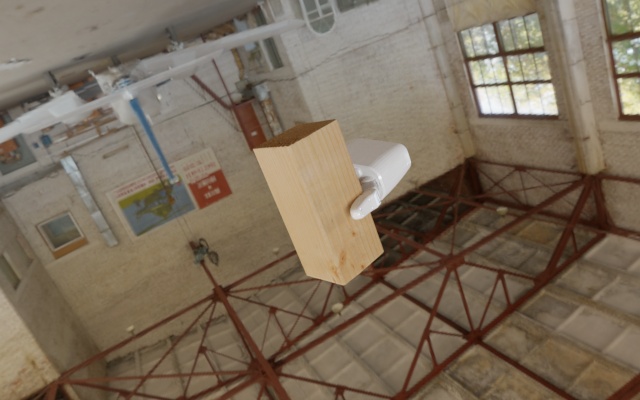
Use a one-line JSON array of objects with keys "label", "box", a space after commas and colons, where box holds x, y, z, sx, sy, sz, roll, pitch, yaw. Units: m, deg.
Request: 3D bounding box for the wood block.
[{"label": "wood block", "box": [0.001, 0.002, 0.667, 0.090, 0.206, 0.091, -34, 22, -33]}]
